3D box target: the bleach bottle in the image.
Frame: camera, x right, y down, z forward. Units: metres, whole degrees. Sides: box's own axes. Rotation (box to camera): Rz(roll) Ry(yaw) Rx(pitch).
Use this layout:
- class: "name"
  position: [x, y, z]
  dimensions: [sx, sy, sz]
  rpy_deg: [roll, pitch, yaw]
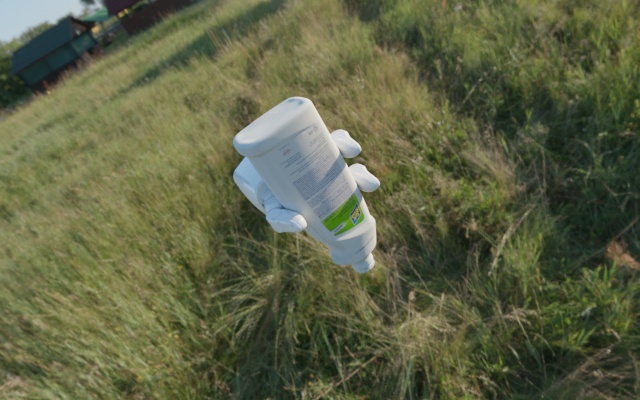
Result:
- class: "bleach bottle"
  position: [0.000, 0.002, 0.598]
  dimensions: [0.102, 0.251, 0.068]
  rpy_deg: [-38, 31, -13]
